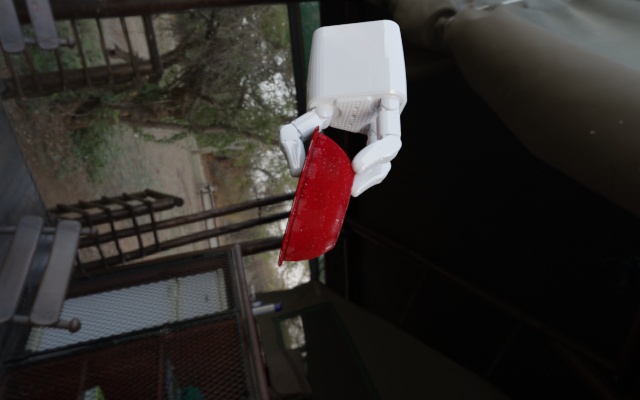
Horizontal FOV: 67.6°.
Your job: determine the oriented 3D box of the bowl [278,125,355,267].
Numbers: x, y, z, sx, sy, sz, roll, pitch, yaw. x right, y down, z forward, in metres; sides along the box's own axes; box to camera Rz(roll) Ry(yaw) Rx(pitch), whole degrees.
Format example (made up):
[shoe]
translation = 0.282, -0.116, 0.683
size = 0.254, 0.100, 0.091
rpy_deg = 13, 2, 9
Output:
[bowl]
translation = 0.000, 0.003, 0.531
size = 0.055, 0.162, 0.162
rpy_deg = 16, 0, -1
